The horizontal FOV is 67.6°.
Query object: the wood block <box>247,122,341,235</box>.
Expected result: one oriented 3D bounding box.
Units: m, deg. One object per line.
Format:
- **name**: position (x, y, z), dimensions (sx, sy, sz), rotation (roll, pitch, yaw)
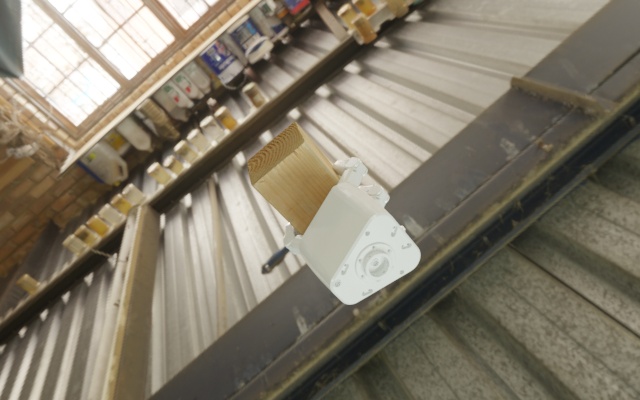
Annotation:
- **wood block**: position (0.000, 0.003, 0.678), dimensions (0.091, 0.206, 0.090), rotation (-38, 28, 8)
